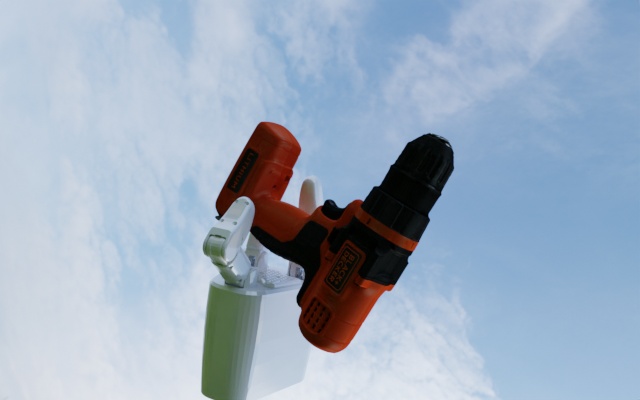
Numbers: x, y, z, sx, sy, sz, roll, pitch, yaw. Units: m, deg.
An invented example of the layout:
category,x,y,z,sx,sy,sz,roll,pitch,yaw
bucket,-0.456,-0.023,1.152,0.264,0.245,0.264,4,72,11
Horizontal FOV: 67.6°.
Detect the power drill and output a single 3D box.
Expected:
category,x,y,z,sx,sy,sz,roll,pitch,yaw
power drill,0.000,0.001,0.403,0.187,0.184,0.057,37,9,40
